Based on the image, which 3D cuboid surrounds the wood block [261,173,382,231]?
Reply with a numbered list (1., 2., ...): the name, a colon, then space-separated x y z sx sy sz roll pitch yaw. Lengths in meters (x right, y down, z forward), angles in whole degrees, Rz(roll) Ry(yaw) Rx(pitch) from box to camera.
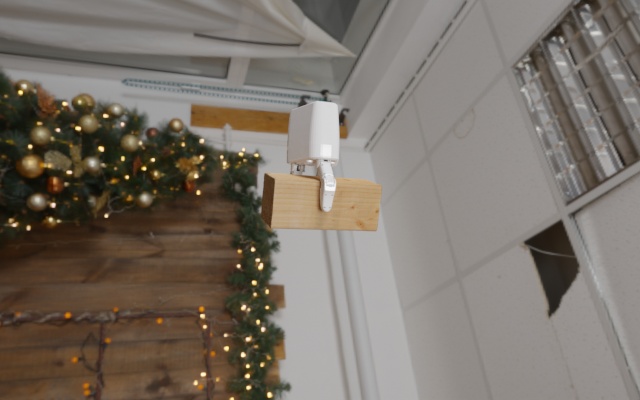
1. wood block: 0.000 0.003 0.900 0.206 0.090 0.091 3 10 -19
